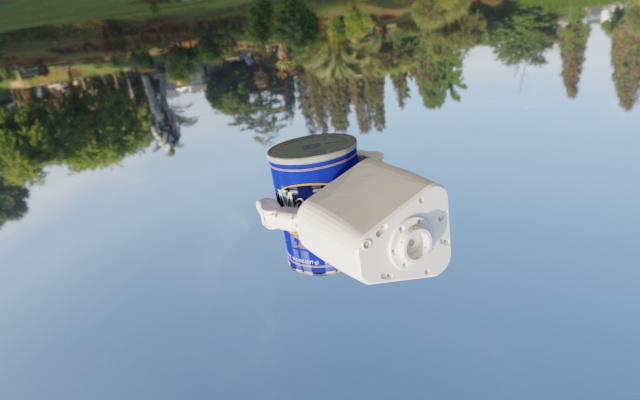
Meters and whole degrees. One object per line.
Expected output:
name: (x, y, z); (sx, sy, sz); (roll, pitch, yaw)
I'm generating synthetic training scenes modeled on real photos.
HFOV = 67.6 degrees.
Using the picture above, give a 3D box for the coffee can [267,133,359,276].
coffee can: (0.000, 0.002, 0.562); (0.103, 0.140, 0.102); (-8, 21, 3)
